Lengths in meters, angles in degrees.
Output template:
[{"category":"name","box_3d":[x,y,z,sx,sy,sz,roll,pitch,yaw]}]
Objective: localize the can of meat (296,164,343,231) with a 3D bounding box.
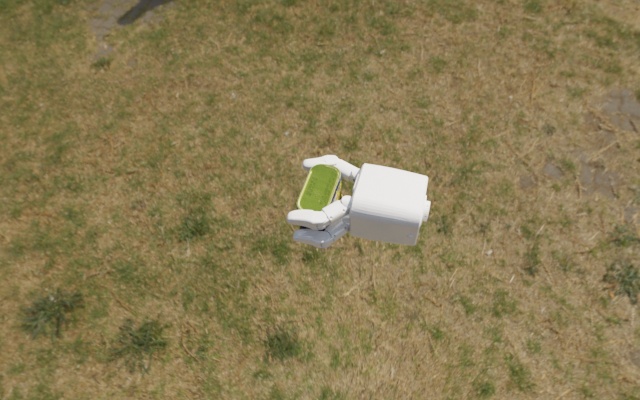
[{"category":"can of meat","box_3d":[0.000,0.002,0.777,0.057,0.102,0.084,14,-29,12]}]
